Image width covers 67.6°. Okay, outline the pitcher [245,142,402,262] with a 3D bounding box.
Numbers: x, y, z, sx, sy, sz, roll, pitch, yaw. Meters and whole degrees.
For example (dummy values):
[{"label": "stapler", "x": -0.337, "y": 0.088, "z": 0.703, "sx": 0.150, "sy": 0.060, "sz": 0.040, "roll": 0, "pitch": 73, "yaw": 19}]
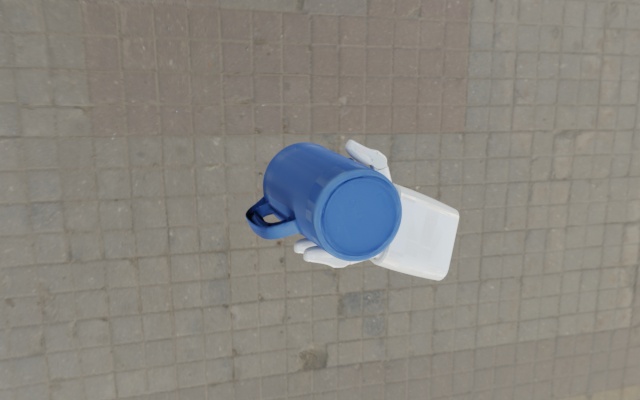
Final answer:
[{"label": "pitcher", "x": 0.000, "y": 0.002, "z": 0.636, "sx": 0.145, "sy": 0.149, "sz": 0.242, "roll": 20, "pitch": 4, "yaw": -20}]
